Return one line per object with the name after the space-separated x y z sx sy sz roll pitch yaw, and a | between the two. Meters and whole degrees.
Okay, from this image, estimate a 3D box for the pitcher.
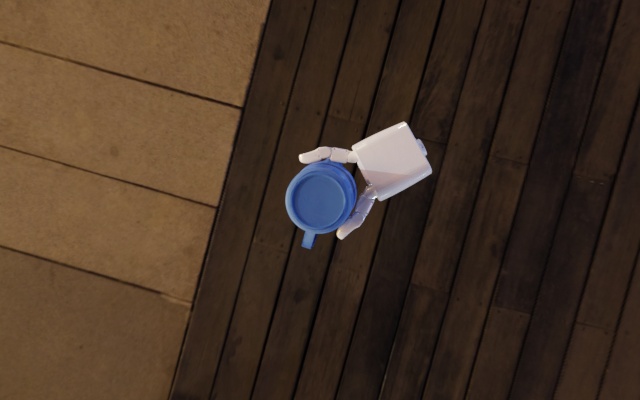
0.000 0.003 0.877 0.145 0.149 0.243 -26 2 5 | pitcher
